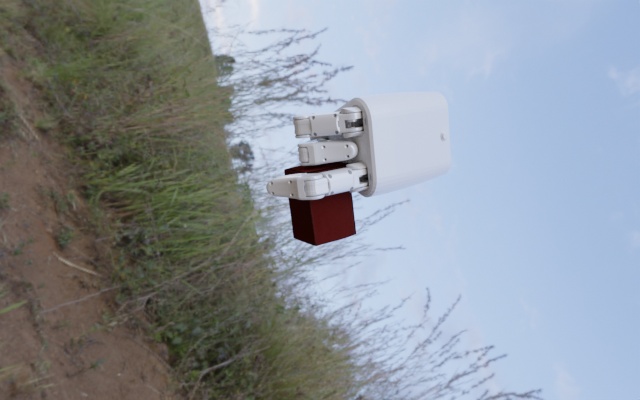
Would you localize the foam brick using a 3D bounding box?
[{"bbox_3d":[0.000,0.002,0.500,0.051,0.078,0.053,-13,14,-28],"label":"foam brick"}]
